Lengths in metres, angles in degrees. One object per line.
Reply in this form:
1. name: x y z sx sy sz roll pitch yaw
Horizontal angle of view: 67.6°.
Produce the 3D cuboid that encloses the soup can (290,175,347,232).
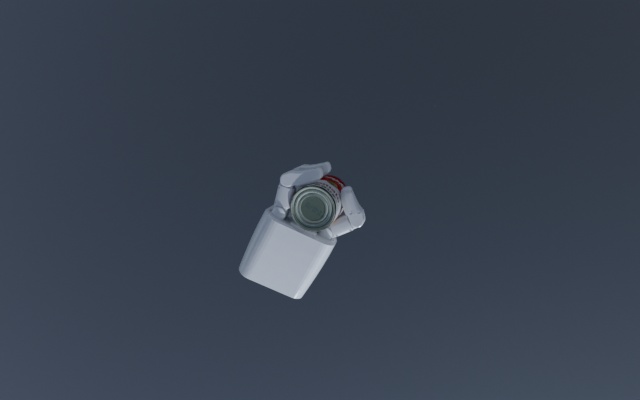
1. soup can: 0.000 0.002 0.703 0.068 0.068 0.102 0 11 14
